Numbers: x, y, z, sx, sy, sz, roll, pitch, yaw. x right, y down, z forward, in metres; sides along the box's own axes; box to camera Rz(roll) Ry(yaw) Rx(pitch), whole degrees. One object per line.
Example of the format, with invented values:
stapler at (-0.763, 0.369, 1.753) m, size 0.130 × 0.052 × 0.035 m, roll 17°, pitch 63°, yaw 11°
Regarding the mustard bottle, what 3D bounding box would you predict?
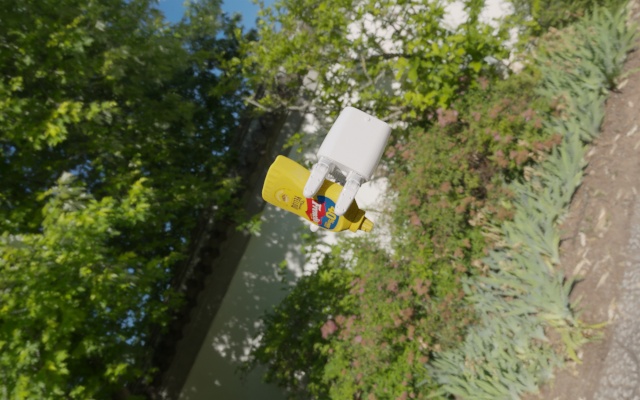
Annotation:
mustard bottle at (0.000, 0.003, 0.798) m, size 0.191 × 0.058 × 0.096 m, roll 26°, pitch -41°, yaw 3°
